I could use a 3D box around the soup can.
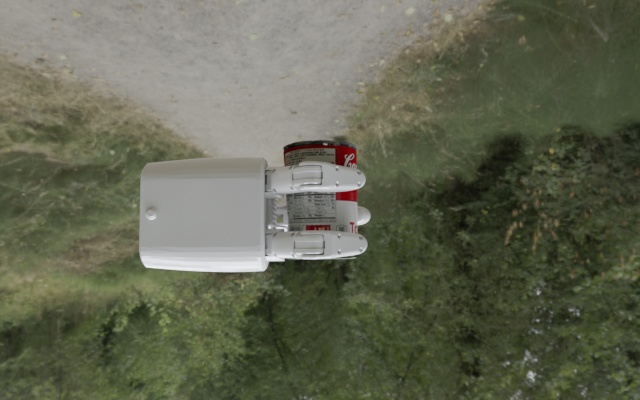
[{"bbox_3d":[0.001,0.002,0.437,0.068,0.102,0.068,-1,-5,0],"label":"soup can"}]
